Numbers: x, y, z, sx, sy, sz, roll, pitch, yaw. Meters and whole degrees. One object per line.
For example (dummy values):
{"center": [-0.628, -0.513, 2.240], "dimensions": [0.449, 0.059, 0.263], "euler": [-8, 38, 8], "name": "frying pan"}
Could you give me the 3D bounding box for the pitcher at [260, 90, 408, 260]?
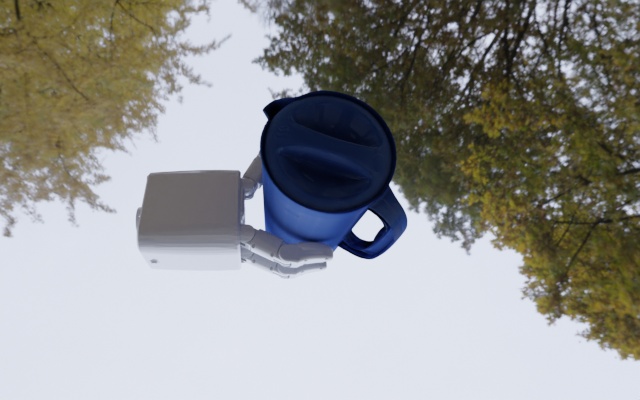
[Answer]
{"center": [0.000, 0.002, 0.557], "dimensions": [0.145, 0.149, 0.243], "euler": [0, -23, -9], "name": "pitcher"}
